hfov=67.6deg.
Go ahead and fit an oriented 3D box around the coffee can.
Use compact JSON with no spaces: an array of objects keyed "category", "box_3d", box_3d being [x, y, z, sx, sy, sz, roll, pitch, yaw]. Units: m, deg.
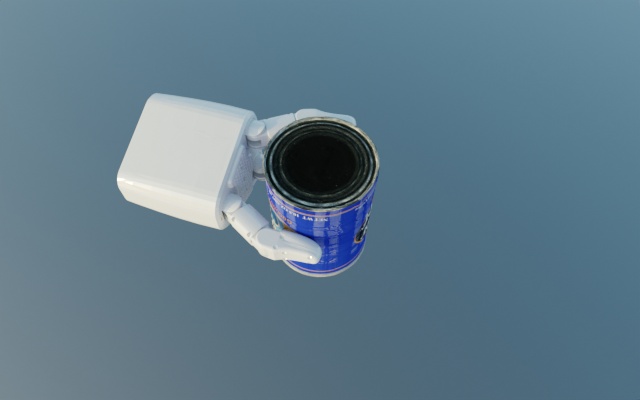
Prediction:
[{"category":"coffee can","box_3d":[0.000,0.002,0.474,0.103,0.102,0.140,0,-32,-1]}]
